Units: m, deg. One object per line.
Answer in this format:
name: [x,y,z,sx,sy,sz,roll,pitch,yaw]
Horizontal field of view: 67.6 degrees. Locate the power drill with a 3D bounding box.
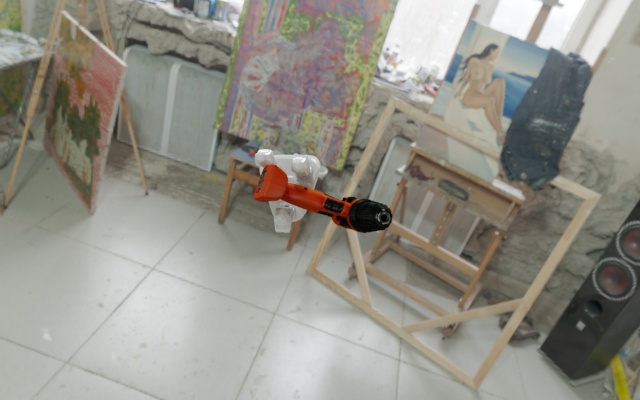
power drill: [0.000,0.002,0.725,0.188,0.057,0.184,21,-7,-15]
